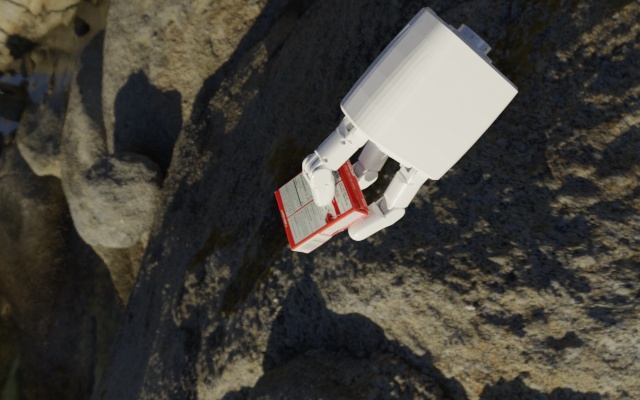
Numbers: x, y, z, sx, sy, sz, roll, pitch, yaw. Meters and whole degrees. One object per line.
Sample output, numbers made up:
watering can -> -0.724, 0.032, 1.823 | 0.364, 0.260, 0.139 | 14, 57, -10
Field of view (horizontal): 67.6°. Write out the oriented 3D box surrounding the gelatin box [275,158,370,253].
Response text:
gelatin box -> 0.000, 0.002, 0.492 | 0.089, 0.073, 0.030 | -35, -31, 27
